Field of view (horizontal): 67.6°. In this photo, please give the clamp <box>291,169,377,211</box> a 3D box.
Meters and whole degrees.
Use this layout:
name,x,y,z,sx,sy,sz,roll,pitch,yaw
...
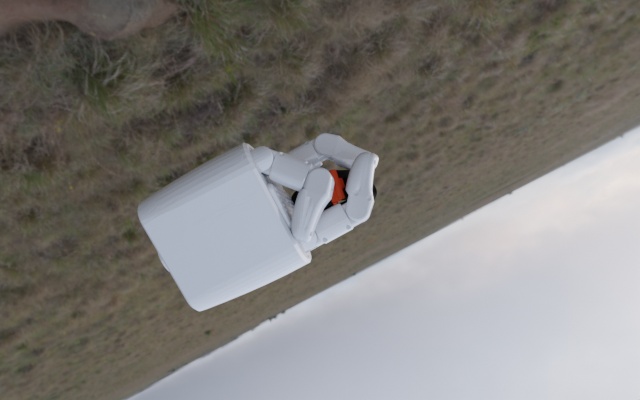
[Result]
name,x,y,z,sx,sy,sz,roll,pitch,yaw
clamp,0.000,0.002,0.491,0.120,0.039,0.171,-26,-9,4
